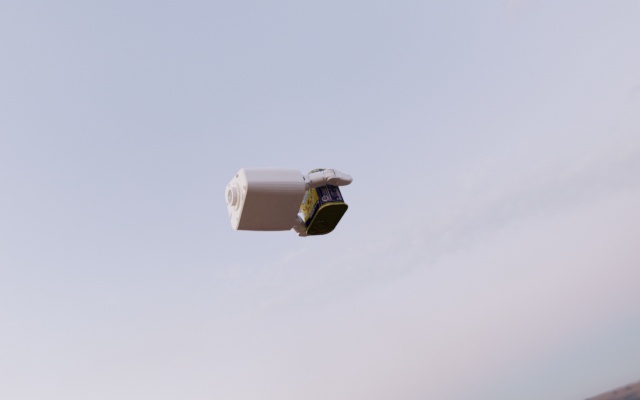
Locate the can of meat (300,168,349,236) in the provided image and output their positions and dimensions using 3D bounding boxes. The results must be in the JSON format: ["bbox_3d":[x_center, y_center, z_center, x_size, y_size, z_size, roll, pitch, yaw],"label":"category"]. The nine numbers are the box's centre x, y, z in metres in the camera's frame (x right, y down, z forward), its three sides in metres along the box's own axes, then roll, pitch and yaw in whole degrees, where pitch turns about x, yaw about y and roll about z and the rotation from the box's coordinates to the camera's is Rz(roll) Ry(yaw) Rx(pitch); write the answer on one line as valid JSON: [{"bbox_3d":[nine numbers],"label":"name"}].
[{"bbox_3d":[0.000,0.003,0.882,0.057,0.084,0.102,-3,-35,-26],"label":"can of meat"}]
